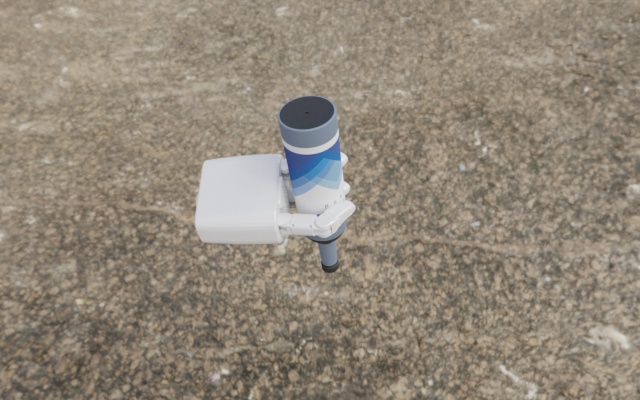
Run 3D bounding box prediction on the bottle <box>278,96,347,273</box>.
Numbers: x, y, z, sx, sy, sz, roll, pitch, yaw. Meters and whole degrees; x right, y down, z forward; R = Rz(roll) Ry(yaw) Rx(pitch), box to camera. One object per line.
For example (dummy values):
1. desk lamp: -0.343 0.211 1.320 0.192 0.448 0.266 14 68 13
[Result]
1. bottle: 0.000 0.002 0.639 0.069 0.069 0.296 0 -43 8
